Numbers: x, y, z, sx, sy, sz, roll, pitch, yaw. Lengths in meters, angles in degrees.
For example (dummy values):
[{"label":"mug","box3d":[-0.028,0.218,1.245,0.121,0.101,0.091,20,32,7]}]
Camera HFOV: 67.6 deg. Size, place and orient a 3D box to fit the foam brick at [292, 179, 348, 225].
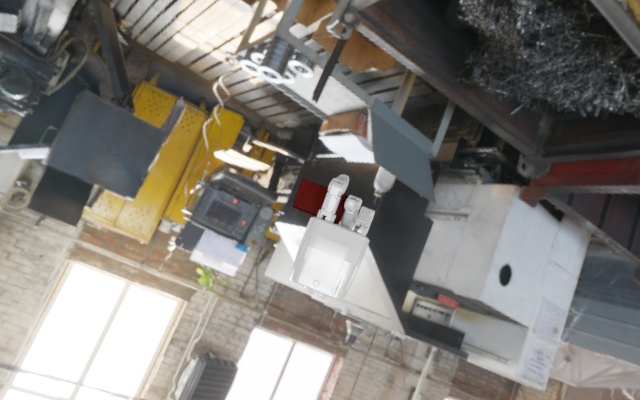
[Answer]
[{"label":"foam brick","box3d":[0.000,0.002,0.793,0.078,0.051,0.053,21,-2,11]}]
